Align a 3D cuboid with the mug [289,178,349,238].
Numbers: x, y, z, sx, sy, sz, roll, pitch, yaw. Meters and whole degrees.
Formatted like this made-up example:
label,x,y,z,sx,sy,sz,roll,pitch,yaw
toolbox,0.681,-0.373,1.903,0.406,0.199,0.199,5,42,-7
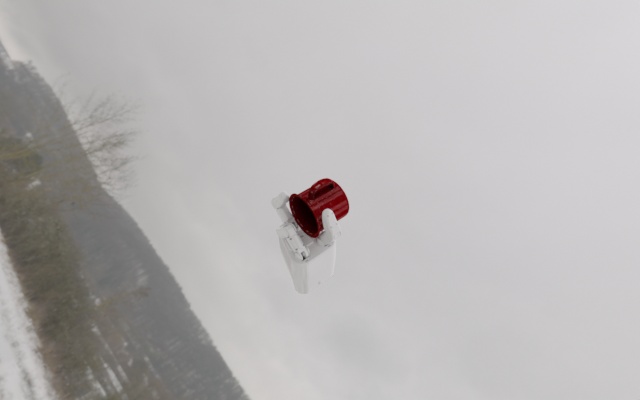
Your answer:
label,x,y,z,sx,sy,sz,roll,pitch,yaw
mug,0.000,0.002,0.892,0.081,0.117,0.093,-30,55,-26
